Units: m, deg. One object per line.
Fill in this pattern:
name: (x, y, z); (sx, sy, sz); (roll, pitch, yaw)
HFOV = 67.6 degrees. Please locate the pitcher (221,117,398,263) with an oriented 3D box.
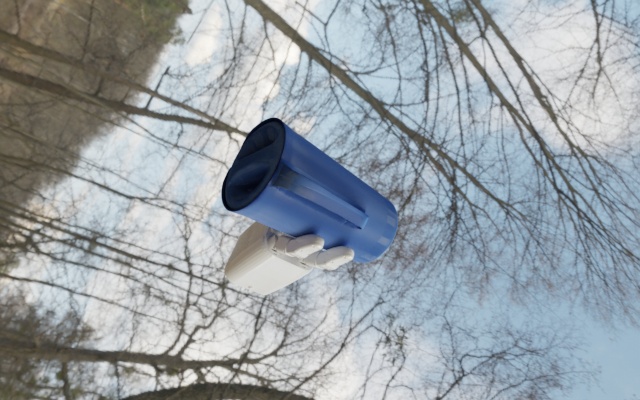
pitcher: (0.000, 0.002, 0.660); (0.243, 0.149, 0.145); (29, -50, -34)
